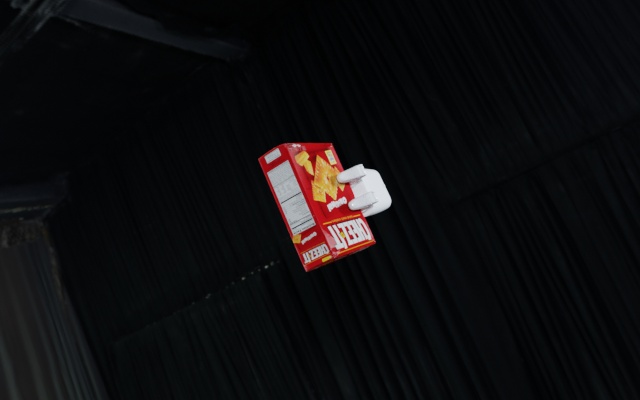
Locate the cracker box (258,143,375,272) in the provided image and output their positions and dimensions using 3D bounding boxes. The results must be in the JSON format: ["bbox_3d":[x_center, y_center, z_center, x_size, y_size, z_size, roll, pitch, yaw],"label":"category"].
[{"bbox_3d":[0.000,0.003,0.857,0.072,0.213,0.164,-29,-10,30],"label":"cracker box"}]
